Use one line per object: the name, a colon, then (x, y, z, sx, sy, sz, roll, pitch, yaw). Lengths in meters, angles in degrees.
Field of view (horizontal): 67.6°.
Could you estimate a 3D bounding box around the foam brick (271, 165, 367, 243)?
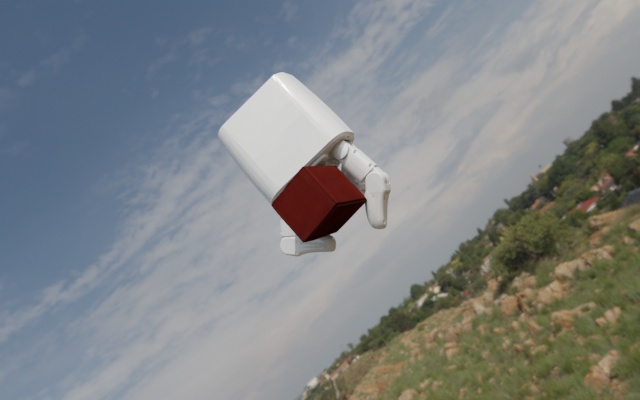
foam brick: (0.000, 0.002, 0.472, 0.053, 0.051, 0.078, -48, -16, 21)
